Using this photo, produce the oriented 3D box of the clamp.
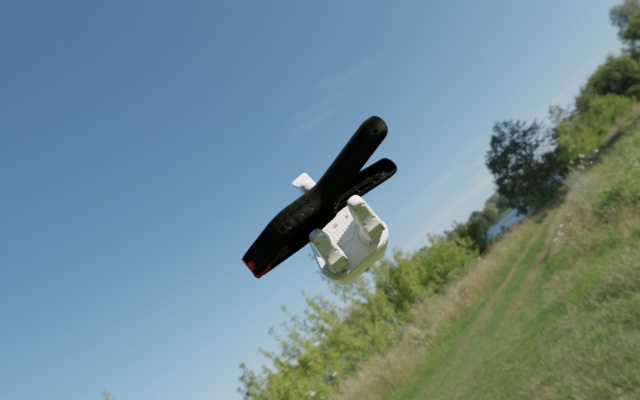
[{"bbox_3d":[-0.001,0.001,0.504,0.210,0.036,0.165,-40,-17,-4],"label":"clamp"}]
